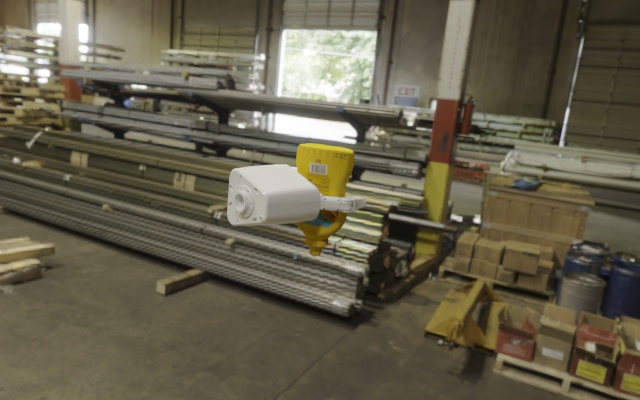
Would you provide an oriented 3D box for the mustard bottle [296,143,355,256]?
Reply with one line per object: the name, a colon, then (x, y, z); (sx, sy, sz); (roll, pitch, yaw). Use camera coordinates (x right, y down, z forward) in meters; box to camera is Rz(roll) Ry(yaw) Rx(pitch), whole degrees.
mustard bottle: (0.000, 0.002, 0.817); (0.096, 0.192, 0.058); (11, 13, 21)
